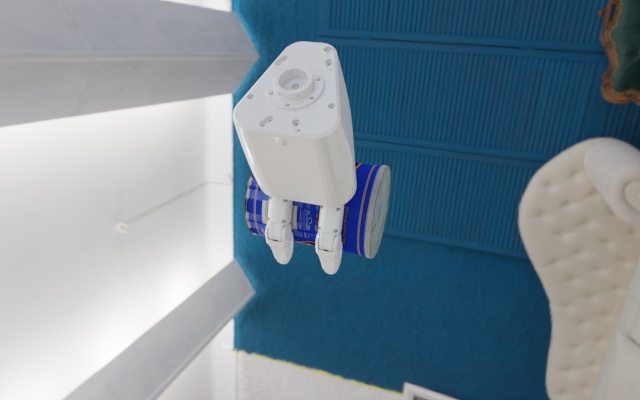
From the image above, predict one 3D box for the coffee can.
[{"bbox_3d":[0.000,0.002,0.540,0.140,0.103,0.103,10,2,15],"label":"coffee can"}]
